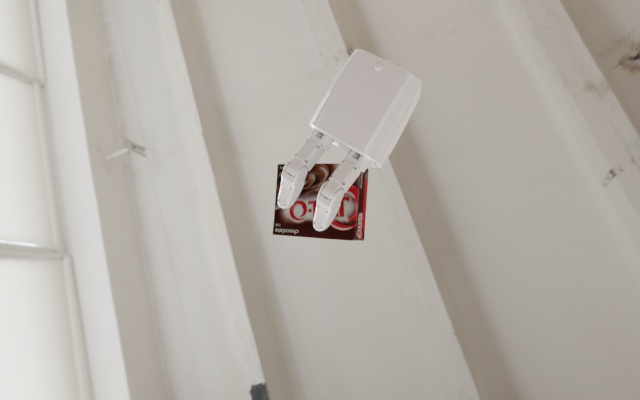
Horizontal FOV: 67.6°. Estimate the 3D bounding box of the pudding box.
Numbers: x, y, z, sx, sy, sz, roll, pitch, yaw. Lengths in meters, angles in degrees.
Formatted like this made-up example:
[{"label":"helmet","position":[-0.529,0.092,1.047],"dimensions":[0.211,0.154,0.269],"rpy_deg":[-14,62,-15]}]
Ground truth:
[{"label":"pudding box","position":[0.000,0.002,0.584],"dimensions":[0.113,0.090,0.039],"rpy_deg":[1,-6,26]}]
